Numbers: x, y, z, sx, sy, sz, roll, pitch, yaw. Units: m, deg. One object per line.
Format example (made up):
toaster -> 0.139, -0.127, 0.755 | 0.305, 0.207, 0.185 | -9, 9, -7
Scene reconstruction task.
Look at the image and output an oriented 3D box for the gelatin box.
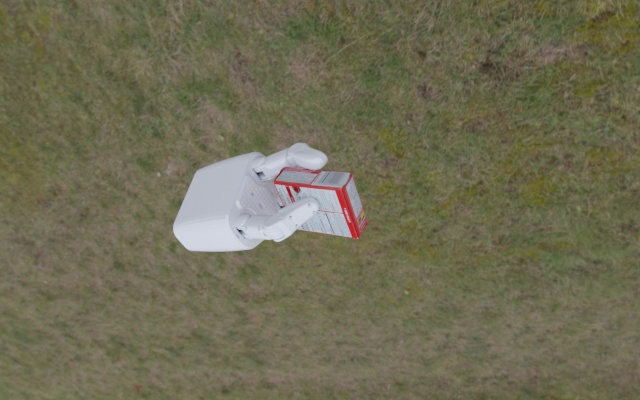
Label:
gelatin box -> 0.000, 0.002, 0.521 | 0.089, 0.073, 0.030 | 7, 45, 32
